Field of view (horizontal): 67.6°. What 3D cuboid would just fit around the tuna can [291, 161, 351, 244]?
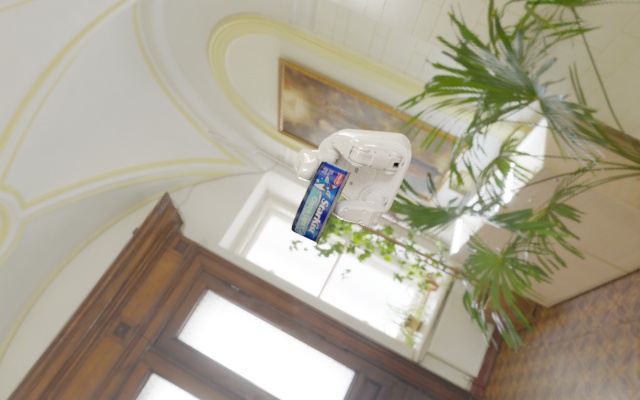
[{"bbox_3d":[0.000,0.001,0.516,0.034,0.086,0.086,25,1,2],"label":"tuna can"}]
